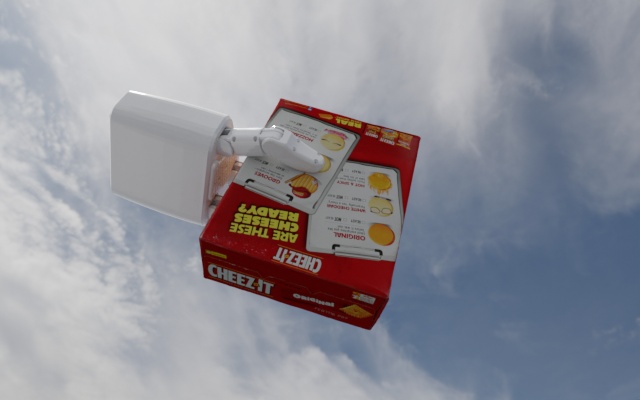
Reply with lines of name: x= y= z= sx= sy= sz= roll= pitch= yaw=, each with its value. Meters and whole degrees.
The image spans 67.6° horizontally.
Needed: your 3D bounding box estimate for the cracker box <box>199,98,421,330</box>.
cracker box: x=0.000 y=0.001 z=0.477 sx=0.164 sy=0.213 sz=0.072 roll=17 pitch=-42 yaw=4
